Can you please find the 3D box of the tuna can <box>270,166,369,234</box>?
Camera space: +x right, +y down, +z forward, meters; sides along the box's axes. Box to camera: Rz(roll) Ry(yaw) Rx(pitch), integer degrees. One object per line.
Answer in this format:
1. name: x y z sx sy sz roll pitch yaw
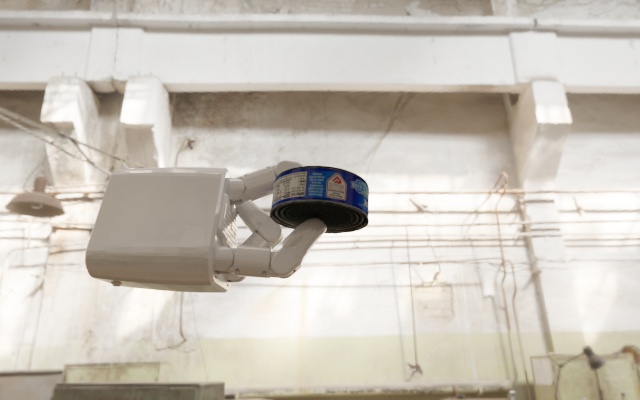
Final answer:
1. tuna can: 0.000 0.001 0.417 0.086 0.033 0.086 4 -20 1
